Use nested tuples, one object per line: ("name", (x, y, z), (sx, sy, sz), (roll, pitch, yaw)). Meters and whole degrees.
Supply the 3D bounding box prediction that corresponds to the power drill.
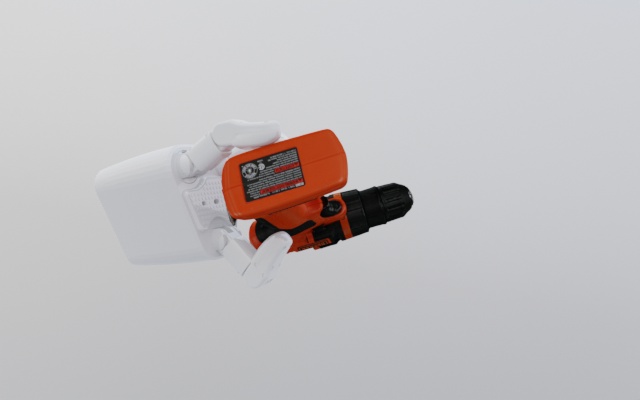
("power drill", (0.000, 0.001, 0.460), (0.184, 0.057, 0.188), (-18, -21, 4))
